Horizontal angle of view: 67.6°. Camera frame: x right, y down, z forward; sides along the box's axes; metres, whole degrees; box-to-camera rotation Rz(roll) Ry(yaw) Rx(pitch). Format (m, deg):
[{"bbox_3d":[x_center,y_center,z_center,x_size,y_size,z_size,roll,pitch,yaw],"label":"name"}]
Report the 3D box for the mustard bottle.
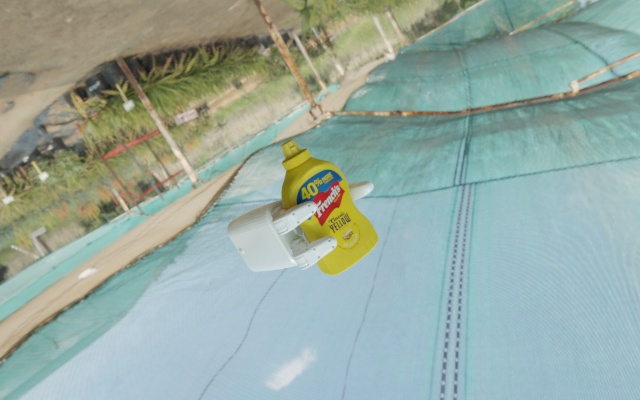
[{"bbox_3d":[0.000,0.002,0.668,0.096,0.192,0.058,-34,13,-21],"label":"mustard bottle"}]
